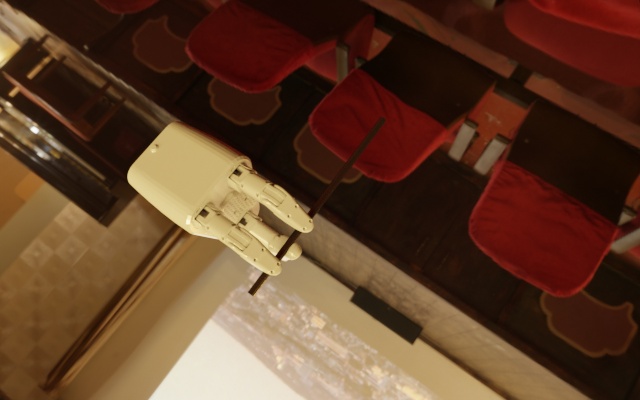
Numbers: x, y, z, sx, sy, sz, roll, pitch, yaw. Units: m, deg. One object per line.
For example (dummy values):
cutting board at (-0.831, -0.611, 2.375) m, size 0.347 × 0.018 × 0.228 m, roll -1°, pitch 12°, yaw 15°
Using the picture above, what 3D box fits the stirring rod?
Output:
stirring rod at (0.000, 0.002, 0.509) m, size 0.011 × 0.239 × 0.011 m, roll 35°, pitch -14°, yaw 10°
